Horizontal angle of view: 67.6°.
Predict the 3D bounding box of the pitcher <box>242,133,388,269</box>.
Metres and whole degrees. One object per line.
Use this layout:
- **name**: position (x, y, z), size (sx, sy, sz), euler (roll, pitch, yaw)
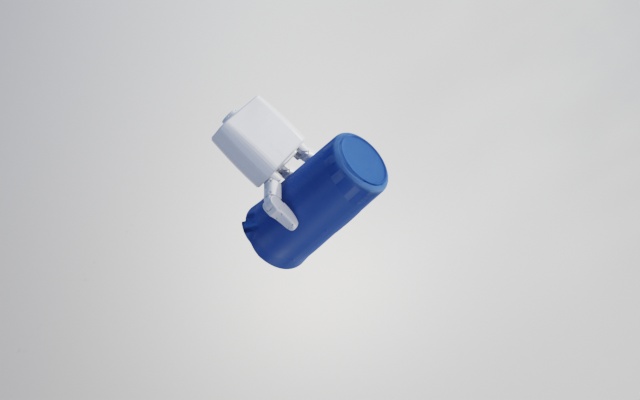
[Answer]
- **pitcher**: position (0.000, 0.002, 0.778), size (0.243, 0.145, 0.149), euler (-40, 9, 38)
